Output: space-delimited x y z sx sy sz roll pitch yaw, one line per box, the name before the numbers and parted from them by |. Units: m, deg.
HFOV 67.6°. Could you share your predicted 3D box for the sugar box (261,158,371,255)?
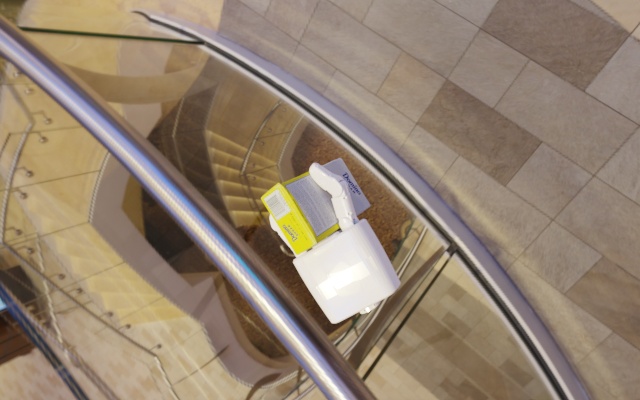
sugar box | 0.000 0.003 0.686 0.048 0.093 0.176 -33 -3 31
